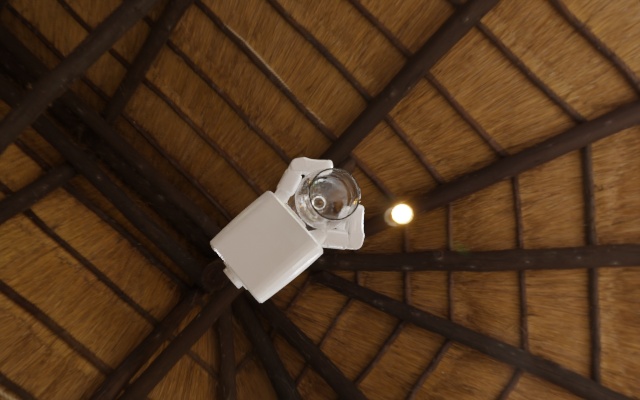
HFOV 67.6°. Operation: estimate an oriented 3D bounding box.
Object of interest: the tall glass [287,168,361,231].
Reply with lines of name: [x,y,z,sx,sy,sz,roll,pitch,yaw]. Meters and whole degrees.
tall glass: [0.000,0.002,0.649,0.079,0.079,0.201,0,-6,-10]
